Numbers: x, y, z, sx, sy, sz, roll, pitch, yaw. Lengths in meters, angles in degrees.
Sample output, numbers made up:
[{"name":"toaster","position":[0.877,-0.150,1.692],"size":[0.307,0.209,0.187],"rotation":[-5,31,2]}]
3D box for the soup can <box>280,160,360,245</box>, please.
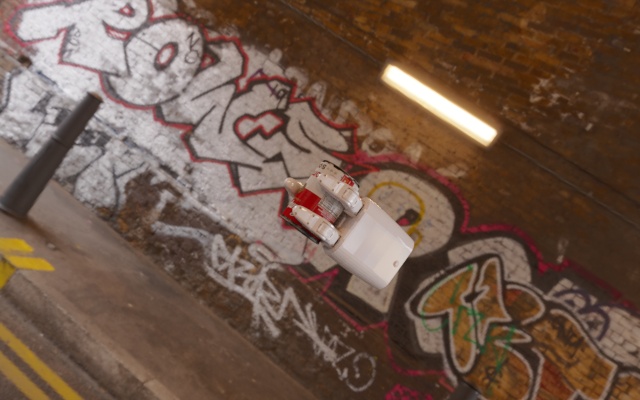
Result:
[{"name":"soup can","position":[0.000,0.002,0.677],"size":[0.068,0.102,0.068],"rotation":[36,-6,4]}]
